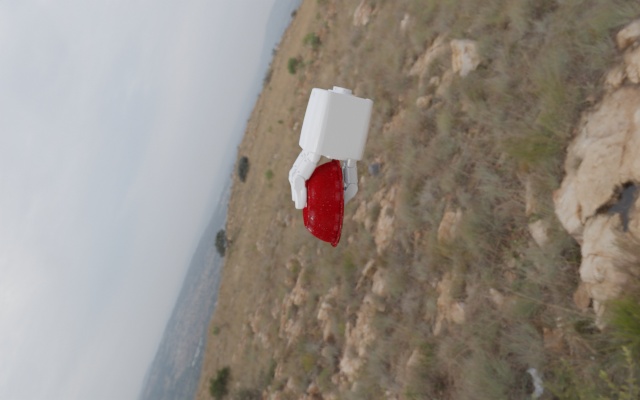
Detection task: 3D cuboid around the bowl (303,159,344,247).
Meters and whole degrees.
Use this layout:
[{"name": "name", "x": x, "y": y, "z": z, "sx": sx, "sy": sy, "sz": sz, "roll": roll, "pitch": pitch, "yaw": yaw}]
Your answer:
[{"name": "bowl", "x": 0.000, "y": 0.004, "z": 0.852, "sx": 0.055, "sy": 0.162, "sz": 0.162, "roll": 0, "pitch": 0, "yaw": -9}]
